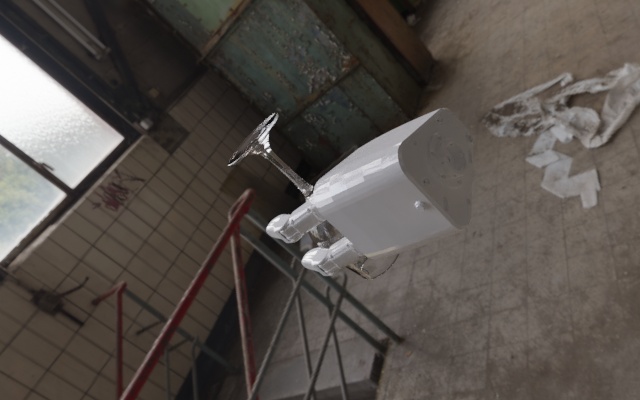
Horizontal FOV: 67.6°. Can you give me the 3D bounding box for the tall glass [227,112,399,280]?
[{"bbox_3d":[0.000,0.001,0.516,0.201,0.079,0.079,43,-17,-19],"label":"tall glass"}]
